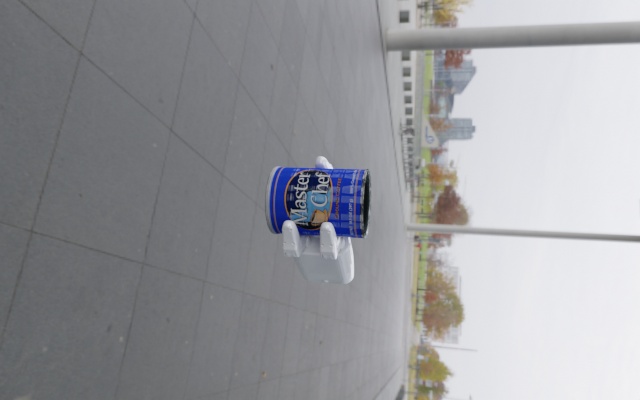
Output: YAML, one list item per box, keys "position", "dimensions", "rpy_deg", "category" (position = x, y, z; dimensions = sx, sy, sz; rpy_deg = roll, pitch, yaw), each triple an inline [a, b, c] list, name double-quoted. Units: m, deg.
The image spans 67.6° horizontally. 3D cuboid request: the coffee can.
- position: [0.000, 0.002, 0.709]
  dimensions: [0.140, 0.103, 0.103]
  rpy_deg: [2, 0, 12]
  category: "coffee can"
